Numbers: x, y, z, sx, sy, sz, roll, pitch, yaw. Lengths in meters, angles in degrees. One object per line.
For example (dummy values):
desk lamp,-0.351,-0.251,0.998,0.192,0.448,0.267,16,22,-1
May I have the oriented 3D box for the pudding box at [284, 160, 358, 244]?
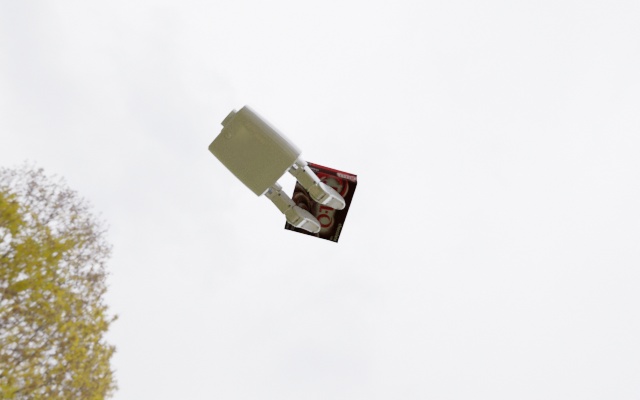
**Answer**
pudding box,0.000,0.002,0.740,0.090,0.113,0.039,15,28,-2
